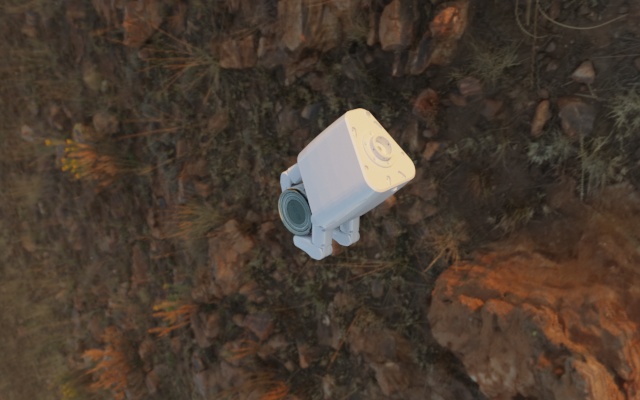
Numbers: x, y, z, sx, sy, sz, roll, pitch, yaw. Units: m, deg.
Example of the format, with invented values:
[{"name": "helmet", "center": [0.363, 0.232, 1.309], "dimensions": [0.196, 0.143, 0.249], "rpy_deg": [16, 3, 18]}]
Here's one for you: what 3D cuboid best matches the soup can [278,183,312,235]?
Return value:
[{"name": "soup can", "center": [0.000, 0.002, 0.667], "dimensions": [0.068, 0.068, 0.102], "rpy_deg": [0, 16, 45]}]
